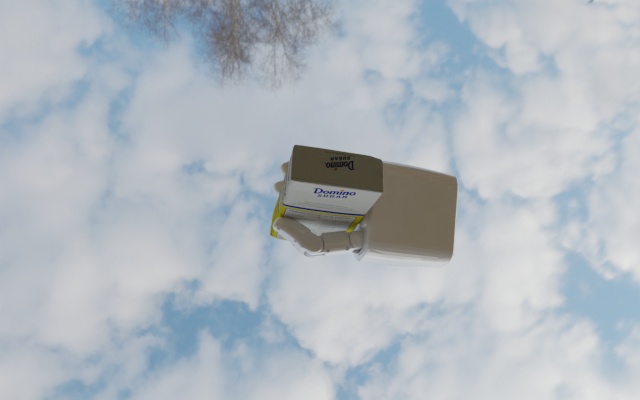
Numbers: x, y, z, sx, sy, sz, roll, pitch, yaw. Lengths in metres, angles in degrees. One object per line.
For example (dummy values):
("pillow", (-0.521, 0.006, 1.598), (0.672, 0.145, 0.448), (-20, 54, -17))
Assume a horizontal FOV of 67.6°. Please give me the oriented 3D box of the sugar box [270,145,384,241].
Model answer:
("sugar box", (0.000, 0.001, 0.535), (0.093, 0.048, 0.176), (8, -26, -10))
